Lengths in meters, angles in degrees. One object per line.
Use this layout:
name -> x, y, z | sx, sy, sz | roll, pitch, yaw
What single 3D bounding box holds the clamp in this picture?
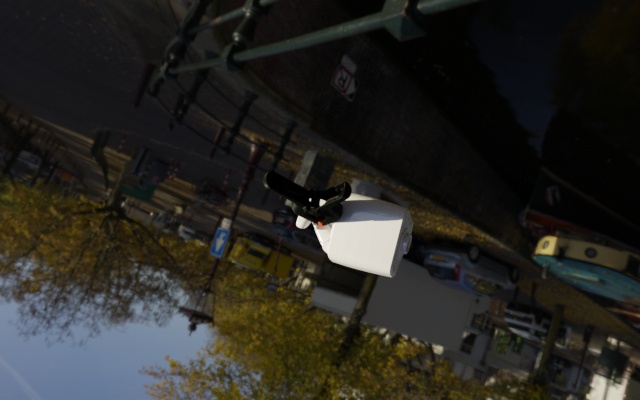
clamp -> 0.000, 0.003, 0.696 | 0.120, 0.039, 0.171 | 12, -14, 21
